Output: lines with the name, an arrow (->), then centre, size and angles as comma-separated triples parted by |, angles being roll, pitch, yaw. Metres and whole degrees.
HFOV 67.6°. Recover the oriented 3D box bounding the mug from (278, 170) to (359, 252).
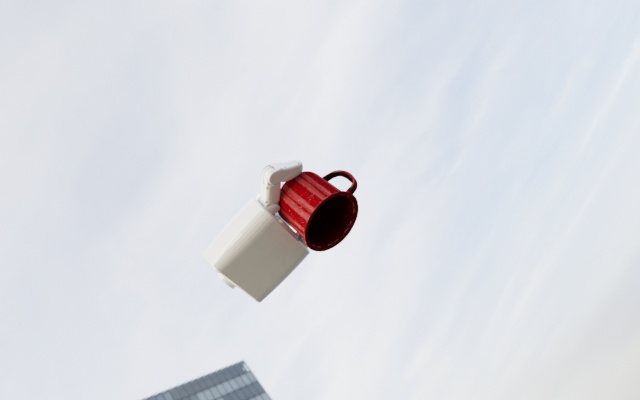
mug -> 0.001, 0.001, 0.666 | 0.081, 0.117, 0.093 | 38, -9, 40
